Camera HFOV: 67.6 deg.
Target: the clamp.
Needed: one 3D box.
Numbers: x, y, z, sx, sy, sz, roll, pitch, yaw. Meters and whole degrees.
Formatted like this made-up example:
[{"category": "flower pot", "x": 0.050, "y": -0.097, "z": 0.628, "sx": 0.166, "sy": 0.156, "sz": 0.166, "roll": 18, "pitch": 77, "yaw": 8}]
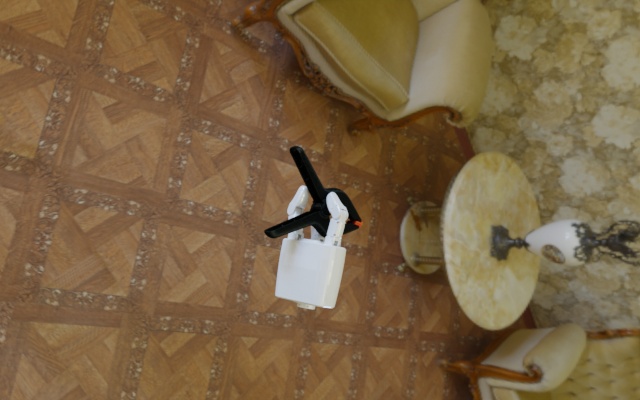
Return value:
[{"category": "clamp", "x": 0.001, "y": 0.003, "z": 0.868, "sx": 0.210, "sy": 0.164, "sz": 0.036, "roll": 17, "pitch": -7, "yaw": -40}]
